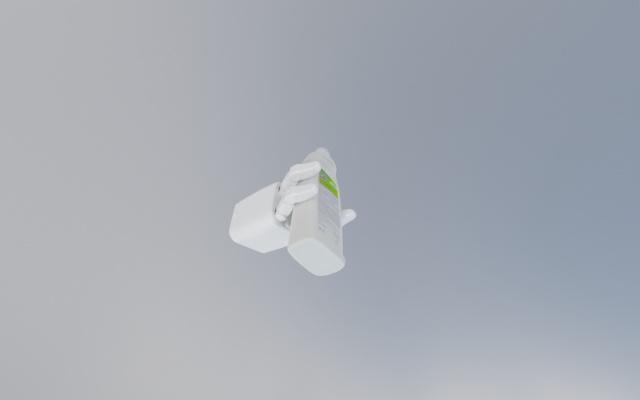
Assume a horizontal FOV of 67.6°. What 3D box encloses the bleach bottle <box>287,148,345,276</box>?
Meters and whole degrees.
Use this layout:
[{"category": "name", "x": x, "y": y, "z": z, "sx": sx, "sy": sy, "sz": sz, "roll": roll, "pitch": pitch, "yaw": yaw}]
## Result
[{"category": "bleach bottle", "x": 0.000, "y": 0.003, "z": 0.854, "sx": 0.068, "sy": 0.250, "sz": 0.103, "roll": -24, "pitch": -51, "yaw": 28}]
